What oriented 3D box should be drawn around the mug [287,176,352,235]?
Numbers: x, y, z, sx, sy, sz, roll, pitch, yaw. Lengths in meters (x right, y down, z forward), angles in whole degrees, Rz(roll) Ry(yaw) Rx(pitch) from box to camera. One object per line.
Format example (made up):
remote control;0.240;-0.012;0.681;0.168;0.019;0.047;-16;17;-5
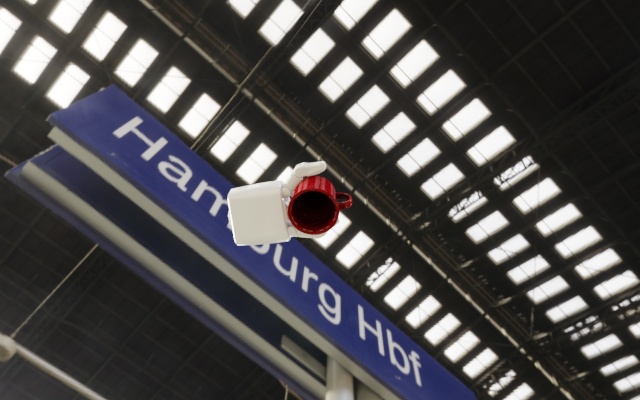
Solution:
mug;0.002;0.003;0.886;0.117;0.093;0.081;-8;24;5
